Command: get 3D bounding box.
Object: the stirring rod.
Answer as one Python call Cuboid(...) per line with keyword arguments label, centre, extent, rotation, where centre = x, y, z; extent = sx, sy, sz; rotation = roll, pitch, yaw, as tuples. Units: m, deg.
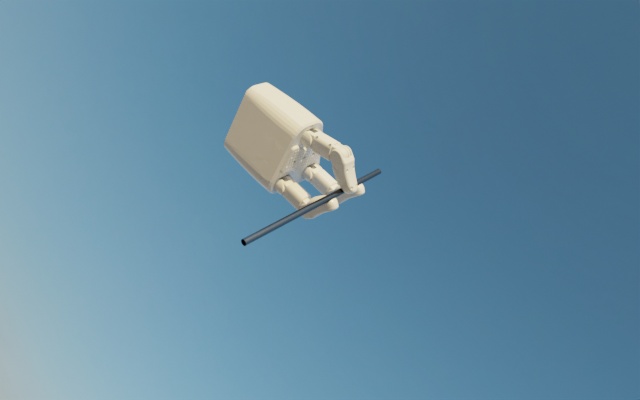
Cuboid(label="stirring rod", centre=(0.000, 0.002, 0.575), extent=(0.011, 0.011, 0.239), rotation=(0, 20, 45))
